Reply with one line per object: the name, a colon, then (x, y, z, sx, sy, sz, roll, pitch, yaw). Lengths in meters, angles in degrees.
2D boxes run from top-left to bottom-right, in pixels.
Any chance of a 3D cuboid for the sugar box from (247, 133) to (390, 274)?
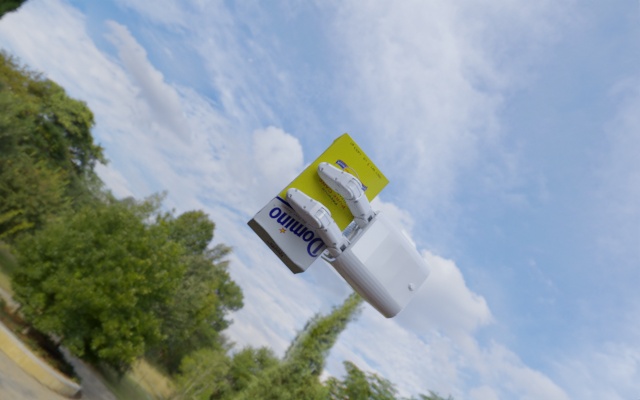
sugar box: (0.000, 0.002, 0.621, 0.176, 0.093, 0.048, -46, 7, -24)
